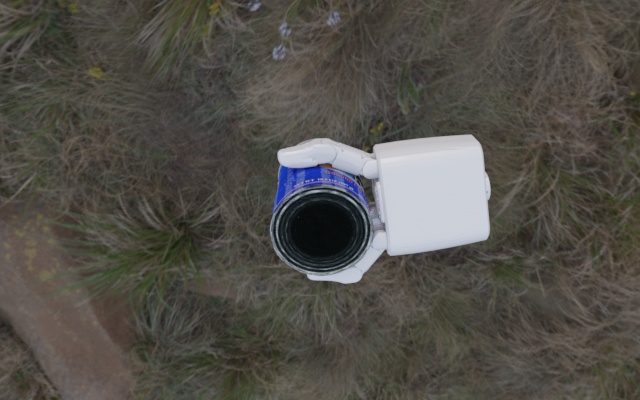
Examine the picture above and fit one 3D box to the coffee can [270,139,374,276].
[{"bbox_3d":[0.000,0.002,0.531,0.103,0.103,0.140,0,26,-1],"label":"coffee can"}]
